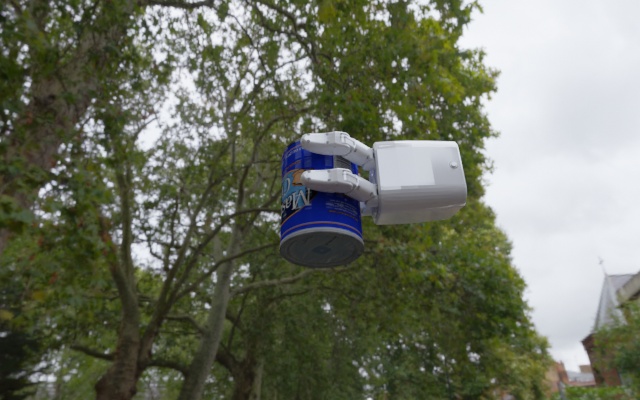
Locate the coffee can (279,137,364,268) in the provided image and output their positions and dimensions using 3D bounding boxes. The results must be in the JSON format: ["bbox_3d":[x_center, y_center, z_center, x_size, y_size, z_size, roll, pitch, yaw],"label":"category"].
[{"bbox_3d":[0.000,0.002,0.611,0.103,0.140,0.103,-1,-31,-1],"label":"coffee can"}]
